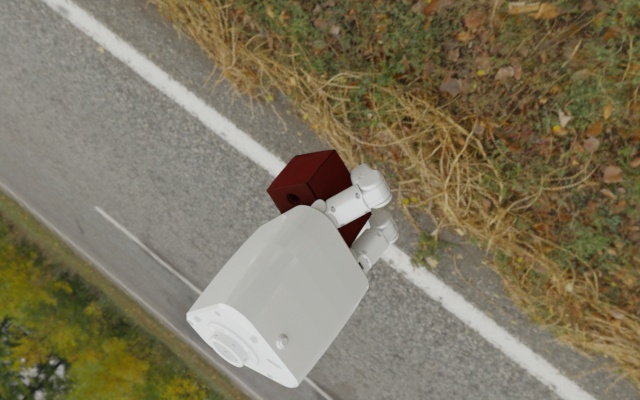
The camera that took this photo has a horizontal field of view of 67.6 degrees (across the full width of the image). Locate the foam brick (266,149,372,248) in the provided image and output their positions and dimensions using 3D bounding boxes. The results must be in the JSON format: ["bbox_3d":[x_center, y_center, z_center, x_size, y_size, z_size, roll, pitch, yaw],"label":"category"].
[{"bbox_3d":[0.000,0.001,0.431,0.053,0.078,0.051,-7,34,44],"label":"foam brick"}]
